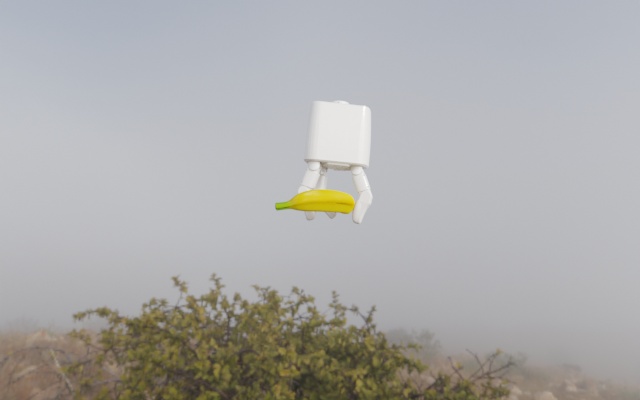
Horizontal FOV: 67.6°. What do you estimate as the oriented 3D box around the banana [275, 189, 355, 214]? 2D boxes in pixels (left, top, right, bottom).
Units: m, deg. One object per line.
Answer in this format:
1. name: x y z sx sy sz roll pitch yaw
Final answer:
1. banana: 0.013 0.002 0.794 0.069 0.037 0.198 -1 -4 36
